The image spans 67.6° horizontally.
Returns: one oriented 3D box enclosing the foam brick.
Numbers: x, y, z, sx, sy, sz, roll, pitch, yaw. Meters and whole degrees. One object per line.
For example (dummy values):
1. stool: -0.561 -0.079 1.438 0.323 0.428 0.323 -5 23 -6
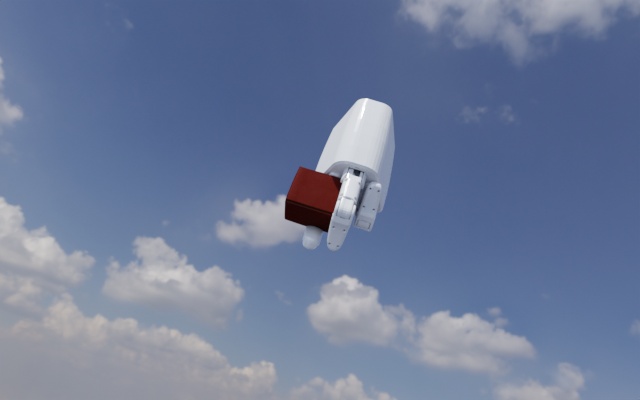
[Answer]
1. foam brick: 0.000 0.002 0.581 0.078 0.051 0.053 17 -28 1
